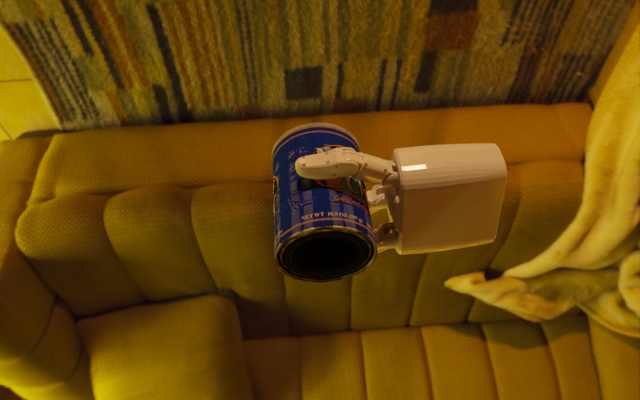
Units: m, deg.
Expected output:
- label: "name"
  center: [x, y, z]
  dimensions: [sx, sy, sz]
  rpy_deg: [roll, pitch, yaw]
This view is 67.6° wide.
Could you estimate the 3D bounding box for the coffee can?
- label: "coffee can"
  center: [0.000, 0.002, 0.513]
  dimensions: [0.103, 0.140, 0.103]
  rpy_deg: [-4, -38, -3]
